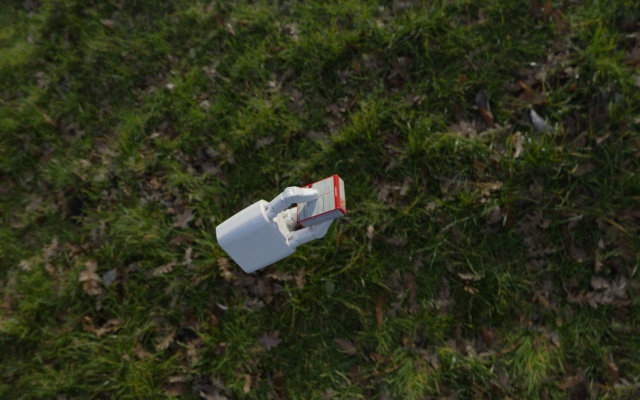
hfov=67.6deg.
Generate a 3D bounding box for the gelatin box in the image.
[{"bbox_3d":[0.000,0.002,0.858,0.089,0.073,0.030,-20,-38,25],"label":"gelatin box"}]
